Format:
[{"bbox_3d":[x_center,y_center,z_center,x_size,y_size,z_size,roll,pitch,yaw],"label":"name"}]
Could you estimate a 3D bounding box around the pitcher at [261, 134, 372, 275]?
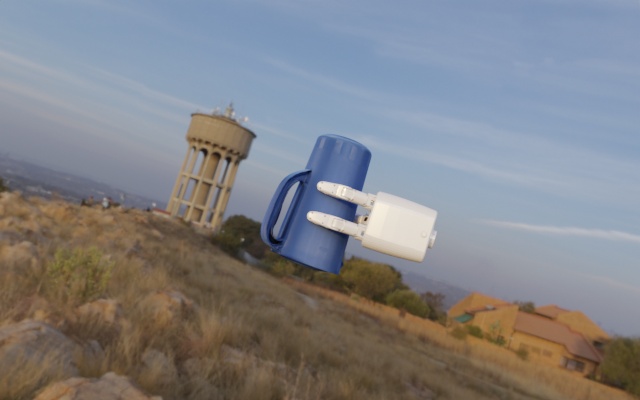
[{"bbox_3d":[0.000,0.003,0.877,0.145,0.243,0.149,18,-5,13],"label":"pitcher"}]
